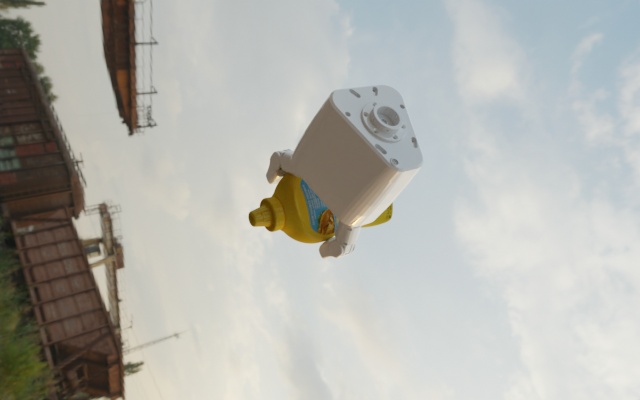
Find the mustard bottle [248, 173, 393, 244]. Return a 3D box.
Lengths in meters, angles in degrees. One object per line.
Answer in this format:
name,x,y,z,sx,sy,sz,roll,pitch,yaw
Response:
mustard bottle,0.000,0.002,0.595,0.191,0.096,0.058,-14,1,-33
